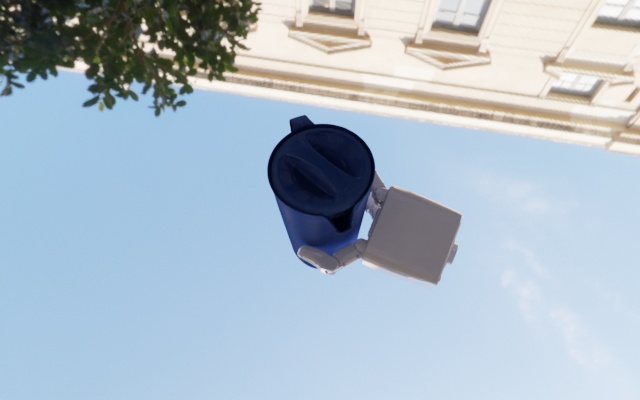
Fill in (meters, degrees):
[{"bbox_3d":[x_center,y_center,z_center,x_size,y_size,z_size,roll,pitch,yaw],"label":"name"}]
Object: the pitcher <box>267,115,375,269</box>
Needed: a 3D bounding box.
[{"bbox_3d":[0.000,0.002,0.691,0.145,0.149,0.243,21,-25,11],"label":"pitcher"}]
